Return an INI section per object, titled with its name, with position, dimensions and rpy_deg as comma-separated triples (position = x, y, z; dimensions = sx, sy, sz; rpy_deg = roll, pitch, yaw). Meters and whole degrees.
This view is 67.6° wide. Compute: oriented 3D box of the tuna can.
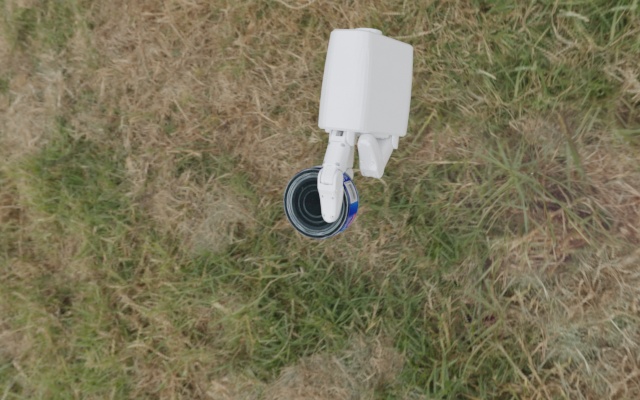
[tuna can]
position = 0.000, 0.002, 0.562
dimensions = 0.086, 0.086, 0.033
rpy_deg = 0, 9, 25
